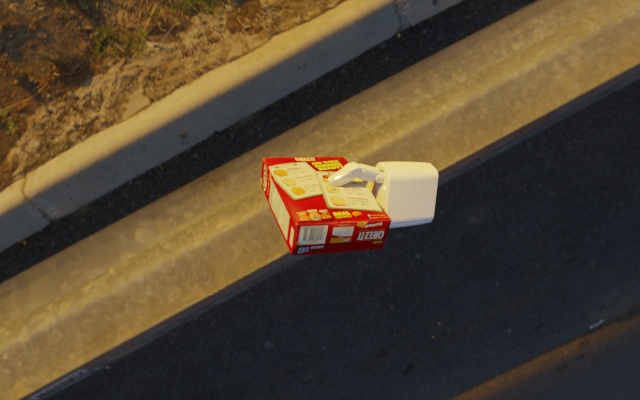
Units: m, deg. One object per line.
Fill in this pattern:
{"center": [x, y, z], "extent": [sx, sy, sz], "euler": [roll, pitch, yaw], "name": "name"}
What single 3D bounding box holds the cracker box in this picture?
{"center": [0.000, 0.003, 0.828], "extent": [0.164, 0.072, 0.213], "euler": [-2, 33, -21], "name": "cracker box"}
